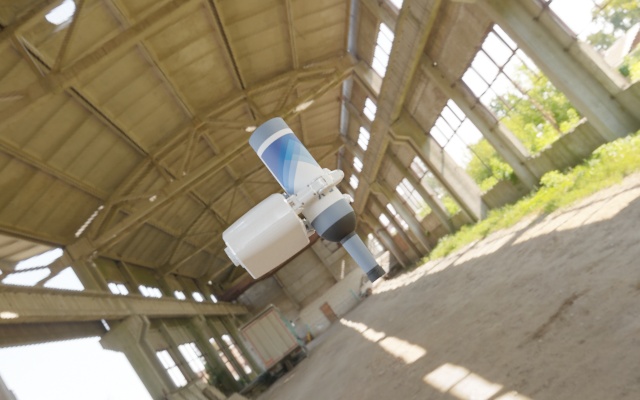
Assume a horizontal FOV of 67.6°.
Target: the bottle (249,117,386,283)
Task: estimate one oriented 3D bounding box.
[{"bbox_3d":[0.000,0.002,0.746,0.069,0.295,0.069,-36,-10,-8],"label":"bottle"}]
